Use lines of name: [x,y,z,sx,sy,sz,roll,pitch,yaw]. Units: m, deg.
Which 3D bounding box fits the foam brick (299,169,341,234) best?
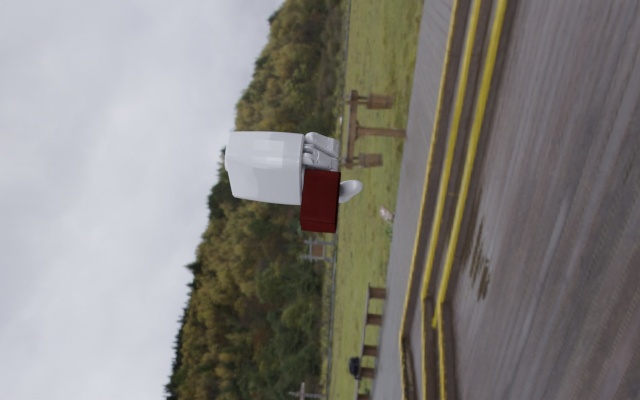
foam brick: [0.000,0.002,0.673,0.051,0.078,0.053,5,-20,1]
